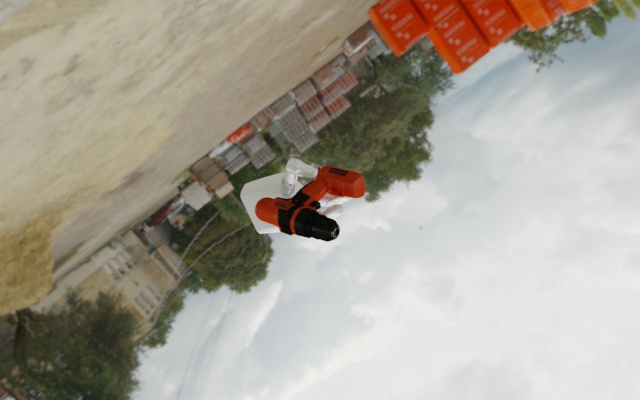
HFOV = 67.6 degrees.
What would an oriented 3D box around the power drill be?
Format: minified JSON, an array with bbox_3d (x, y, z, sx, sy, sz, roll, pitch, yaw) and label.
[{"bbox_3d":[0.000,0.003,0.878,0.184,0.057,0.187,17,36,36],"label":"power drill"}]
